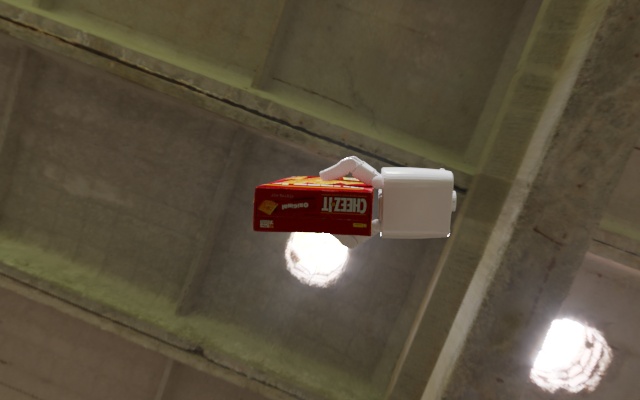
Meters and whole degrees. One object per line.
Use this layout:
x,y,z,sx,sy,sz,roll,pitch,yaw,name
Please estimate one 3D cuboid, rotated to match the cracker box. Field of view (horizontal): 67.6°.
0.000,0.003,0.748,0.164,0.072,0.213,2,6,6,cracker box
